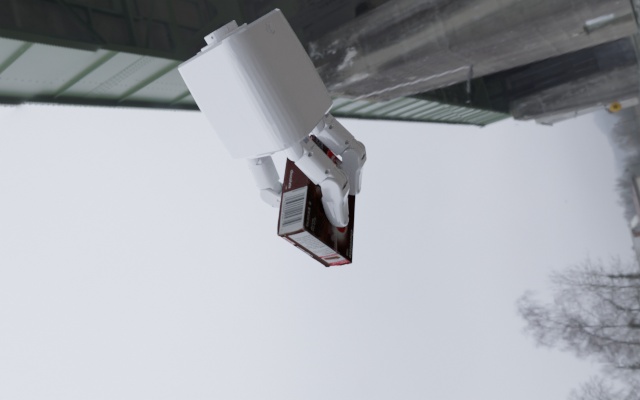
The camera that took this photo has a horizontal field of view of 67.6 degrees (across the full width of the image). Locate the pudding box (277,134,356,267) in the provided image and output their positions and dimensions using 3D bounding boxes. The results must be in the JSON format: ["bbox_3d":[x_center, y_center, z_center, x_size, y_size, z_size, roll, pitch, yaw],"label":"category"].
[{"bbox_3d":[0.000,0.002,0.501,0.039,0.113,0.090,-13,-34,33],"label":"pudding box"}]
